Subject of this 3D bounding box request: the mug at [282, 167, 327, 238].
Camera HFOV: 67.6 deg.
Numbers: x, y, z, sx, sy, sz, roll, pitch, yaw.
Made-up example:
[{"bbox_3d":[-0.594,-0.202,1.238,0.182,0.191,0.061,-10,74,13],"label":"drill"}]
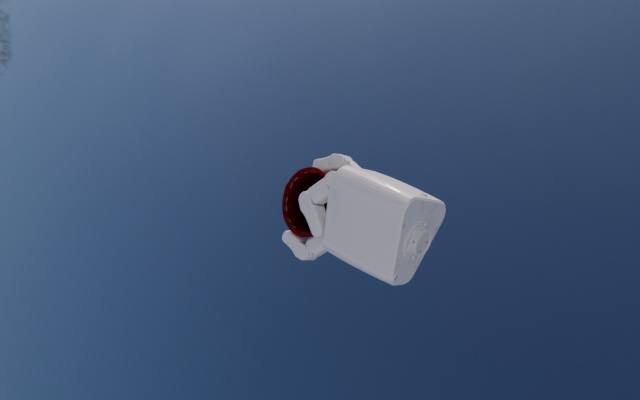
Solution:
[{"bbox_3d":[-0.001,0.002,0.660,0.117,0.093,0.081,27,12,41],"label":"mug"}]
